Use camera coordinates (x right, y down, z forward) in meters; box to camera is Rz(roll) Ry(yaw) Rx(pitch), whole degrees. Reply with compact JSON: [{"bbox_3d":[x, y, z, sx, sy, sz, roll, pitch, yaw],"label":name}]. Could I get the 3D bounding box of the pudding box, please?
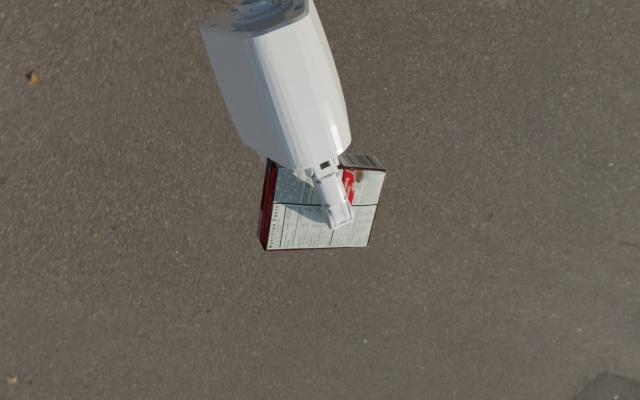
[{"bbox_3d":[0.000,0.002,0.458,0.113,0.090,0.039,1,28,-20],"label":"pudding box"}]
